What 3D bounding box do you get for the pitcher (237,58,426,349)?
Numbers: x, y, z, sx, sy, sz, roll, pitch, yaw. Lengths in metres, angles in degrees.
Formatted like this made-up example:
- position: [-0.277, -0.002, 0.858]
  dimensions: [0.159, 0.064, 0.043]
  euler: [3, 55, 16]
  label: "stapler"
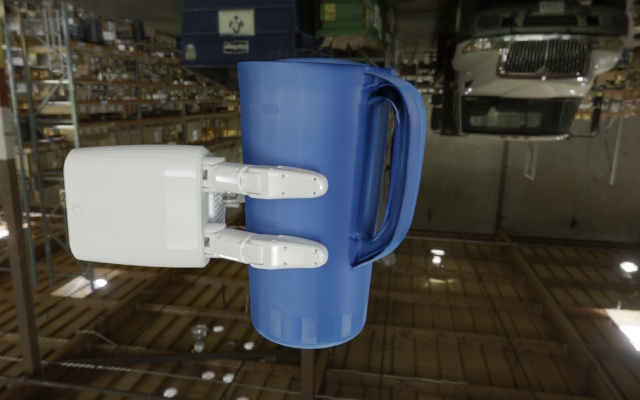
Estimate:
- position: [0.000, 0.001, 0.418]
  dimensions: [0.145, 0.243, 0.149]
  euler: [1, 13, -2]
  label: "pitcher"
